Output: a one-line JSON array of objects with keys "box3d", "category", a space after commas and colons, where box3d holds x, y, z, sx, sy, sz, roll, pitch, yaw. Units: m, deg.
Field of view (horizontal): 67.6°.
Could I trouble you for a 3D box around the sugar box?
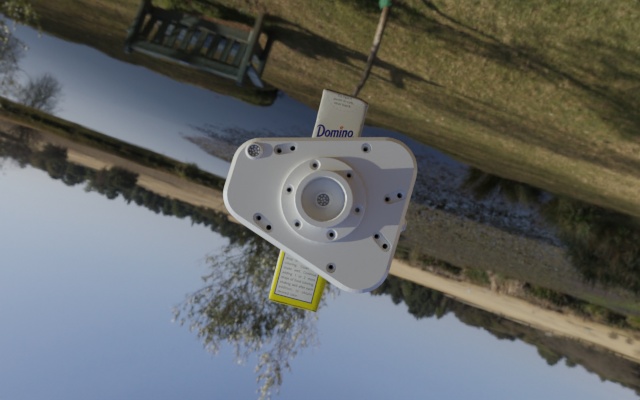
[{"box3d": [0.001, 0.002, 0.422, 0.048, 0.176, 0.093, 17, -3, 1], "category": "sugar box"}]
